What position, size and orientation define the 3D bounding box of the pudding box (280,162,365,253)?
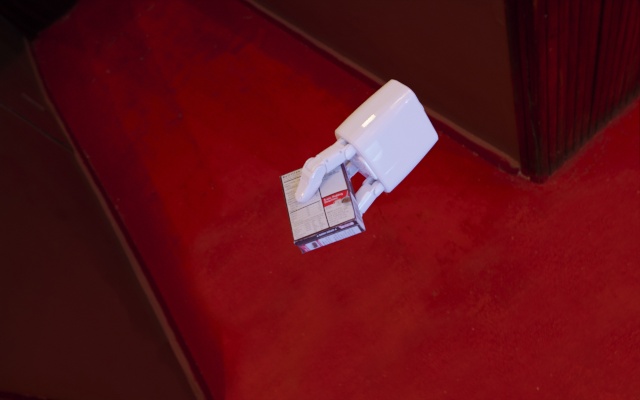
[{"bbox_3d":[0.000,0.002,0.636,0.090,0.113,0.039,-21,-35,11],"label":"pudding box"}]
